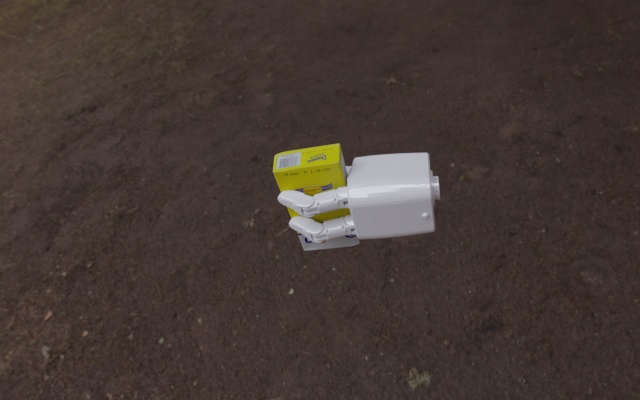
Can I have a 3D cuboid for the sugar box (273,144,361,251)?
[{"bbox_3d":[0.000,0.003,0.692,0.093,0.048,0.176,-7,-46,11],"label":"sugar box"}]
